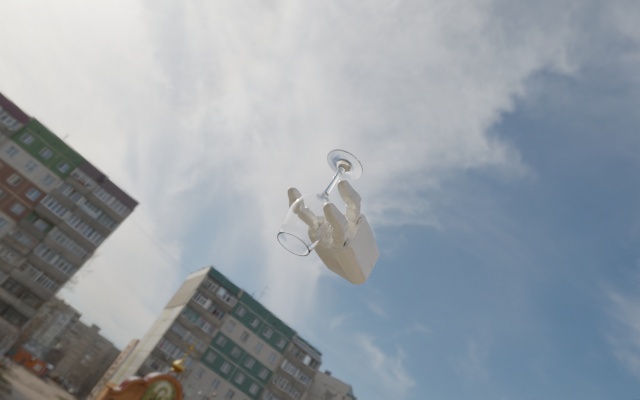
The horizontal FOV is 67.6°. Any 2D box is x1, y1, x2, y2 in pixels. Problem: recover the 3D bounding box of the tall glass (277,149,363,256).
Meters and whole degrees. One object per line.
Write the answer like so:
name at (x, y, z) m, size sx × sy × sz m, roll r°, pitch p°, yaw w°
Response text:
tall glass at (0.000, 0.002, 0.846) m, size 0.079 × 0.201 × 0.079 m, roll 23°, pitch -33°, yaw 16°
